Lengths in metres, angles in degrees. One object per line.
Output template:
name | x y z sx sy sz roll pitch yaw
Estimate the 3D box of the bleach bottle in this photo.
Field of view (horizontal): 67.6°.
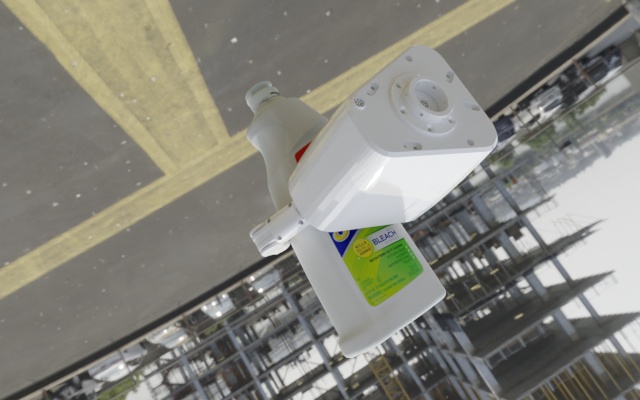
bleach bottle | 0.000 0.001 0.424 0.102 0.250 0.068 -25 -15 -32
